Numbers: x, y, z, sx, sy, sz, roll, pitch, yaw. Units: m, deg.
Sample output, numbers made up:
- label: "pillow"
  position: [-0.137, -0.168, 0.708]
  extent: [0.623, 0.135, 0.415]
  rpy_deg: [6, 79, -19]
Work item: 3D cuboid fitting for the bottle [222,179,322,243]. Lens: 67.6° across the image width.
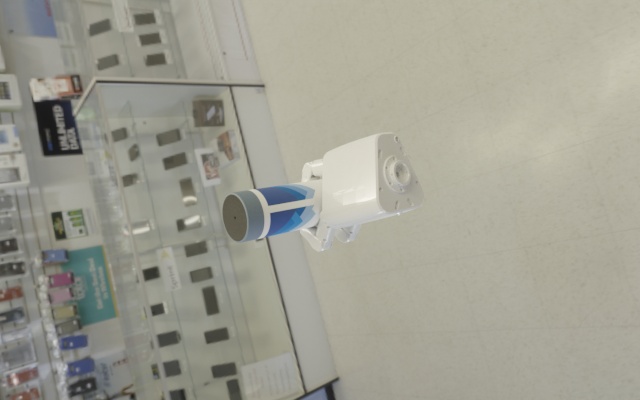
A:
- label: "bottle"
  position: [0.000, 0.002, 0.711]
  extent: [0.295, 0.069, 0.069]
  rpy_deg: [-10, 7, -40]
